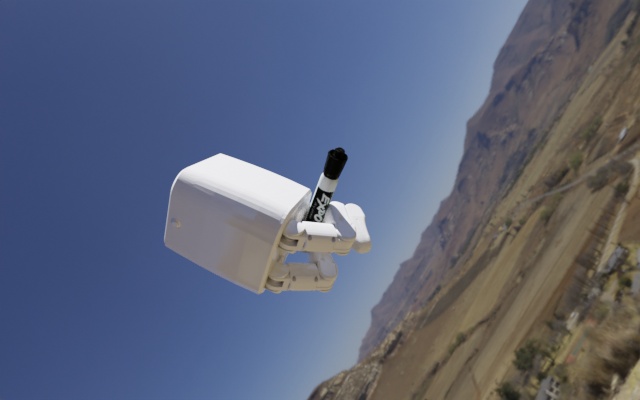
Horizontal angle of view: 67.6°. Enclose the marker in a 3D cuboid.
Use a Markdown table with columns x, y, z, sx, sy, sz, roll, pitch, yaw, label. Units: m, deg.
| x | y | z | sx | sy | sz | roll | pitch | yaw | label |
| --- | --- | --- | --- | --- | --- | --- | --- | --- | --- |
| 0.000 | 0.002 | 0.459 | 0.020 | 0.121 | 0.020 | 14 | 35 | -10 | marker |
